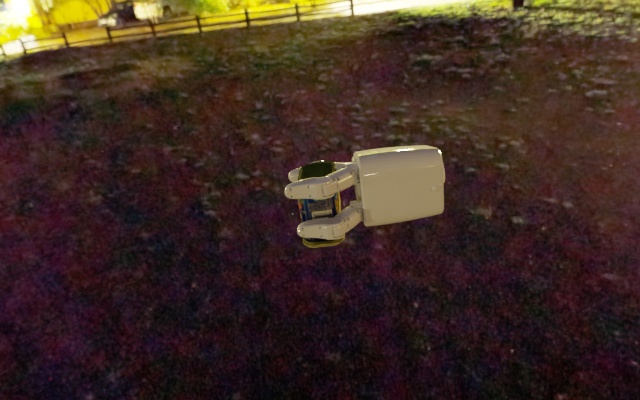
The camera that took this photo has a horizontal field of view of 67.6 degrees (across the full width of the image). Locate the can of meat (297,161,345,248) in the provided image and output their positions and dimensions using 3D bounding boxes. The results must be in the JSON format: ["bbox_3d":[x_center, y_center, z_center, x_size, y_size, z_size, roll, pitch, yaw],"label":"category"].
[{"bbox_3d":[0.000,0.002,0.657,0.057,0.084,0.102,-6,26,5],"label":"can of meat"}]
